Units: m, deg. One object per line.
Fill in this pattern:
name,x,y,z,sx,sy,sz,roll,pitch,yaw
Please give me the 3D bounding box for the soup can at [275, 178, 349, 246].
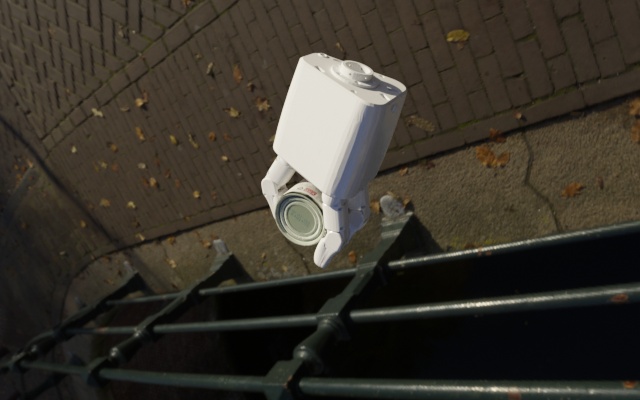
soup can,0.000,0.002,0.566,0.068,0.068,0.102,0,23,30
